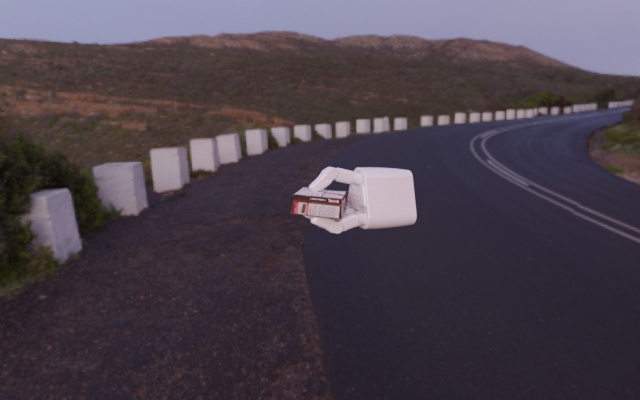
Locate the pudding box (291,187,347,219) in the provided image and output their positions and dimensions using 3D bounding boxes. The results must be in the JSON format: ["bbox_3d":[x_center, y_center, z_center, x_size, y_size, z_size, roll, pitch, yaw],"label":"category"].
[{"bbox_3d":[0.000,0.003,0.866,0.090,0.039,0.113,5,7,6],"label":"pudding box"}]
